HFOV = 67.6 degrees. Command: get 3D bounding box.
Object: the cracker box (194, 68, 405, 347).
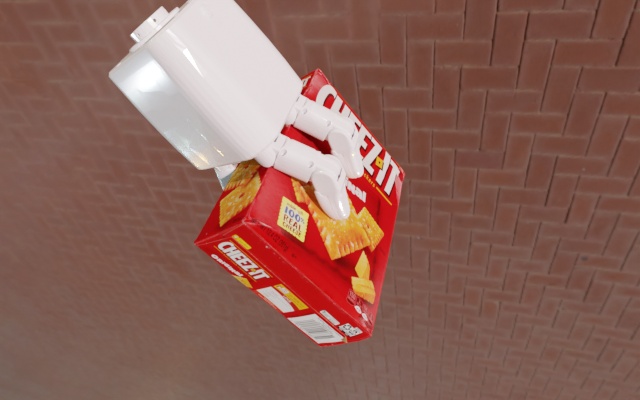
[{"bbox_3d":[0.000,0.002,0.456,0.072,0.213,0.164,-21,-55,37],"label":"cracker box"}]
